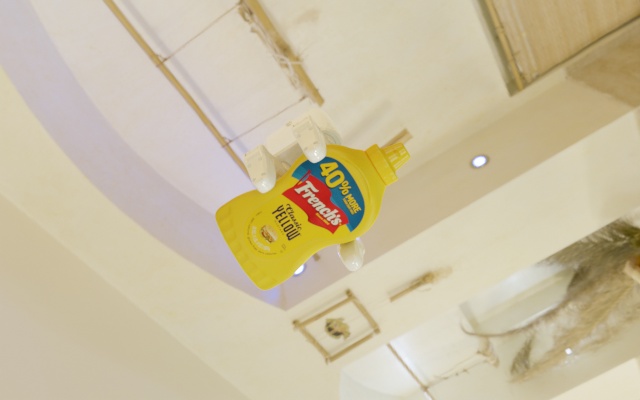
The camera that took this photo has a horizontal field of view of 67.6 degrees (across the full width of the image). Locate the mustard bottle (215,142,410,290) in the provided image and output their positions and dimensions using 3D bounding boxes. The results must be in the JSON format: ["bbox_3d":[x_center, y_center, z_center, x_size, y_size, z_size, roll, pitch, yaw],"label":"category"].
[{"bbox_3d":[0.000,0.002,0.464,0.191,0.096,0.058,-31,-1,9],"label":"mustard bottle"}]
